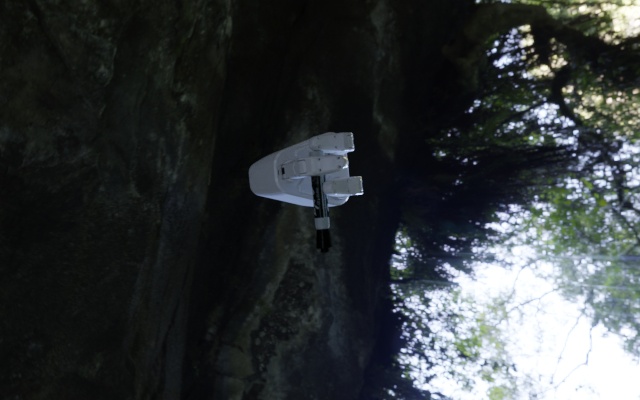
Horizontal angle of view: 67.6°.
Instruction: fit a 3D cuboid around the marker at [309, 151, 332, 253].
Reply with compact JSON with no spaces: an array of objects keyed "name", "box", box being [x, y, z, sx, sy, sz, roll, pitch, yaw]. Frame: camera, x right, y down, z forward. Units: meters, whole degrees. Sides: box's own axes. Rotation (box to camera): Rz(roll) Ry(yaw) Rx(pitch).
[{"name":"marker","box":[0.000,0.002,0.572,0.020,0.121,0.020,-5,0,0]}]
